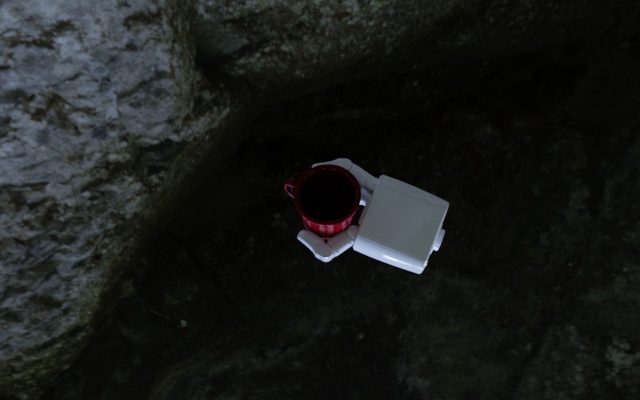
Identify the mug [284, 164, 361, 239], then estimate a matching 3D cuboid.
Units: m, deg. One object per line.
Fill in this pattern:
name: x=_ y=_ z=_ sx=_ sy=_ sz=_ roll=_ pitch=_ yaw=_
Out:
mug: x=-0.001 y=0.002 z=0.695 sx=0.117 sy=0.093 sz=0.081 roll=23 pitch=-21 yaw=11
